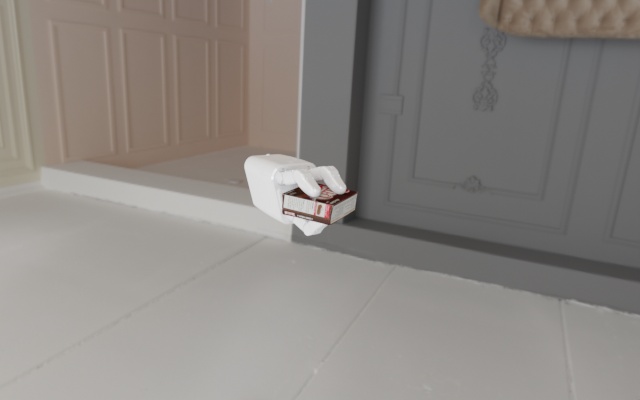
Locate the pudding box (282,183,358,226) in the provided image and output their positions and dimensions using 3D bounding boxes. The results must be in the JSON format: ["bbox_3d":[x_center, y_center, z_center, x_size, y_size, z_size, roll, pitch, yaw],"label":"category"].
[{"bbox_3d":[0.000,0.003,0.789,0.090,0.039,0.113,12,19,22],"label":"pudding box"}]
